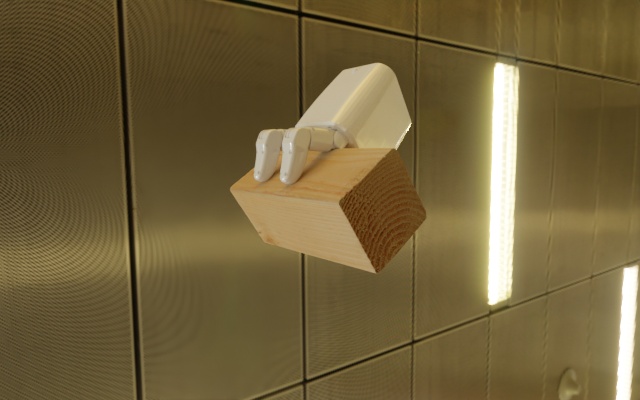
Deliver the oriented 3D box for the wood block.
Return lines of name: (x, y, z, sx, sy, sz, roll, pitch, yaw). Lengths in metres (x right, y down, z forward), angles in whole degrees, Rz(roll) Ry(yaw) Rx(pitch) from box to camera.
wood block: (0.000, 0.002, 0.534, 0.090, 0.091, 0.206, -44, 28, -26)
